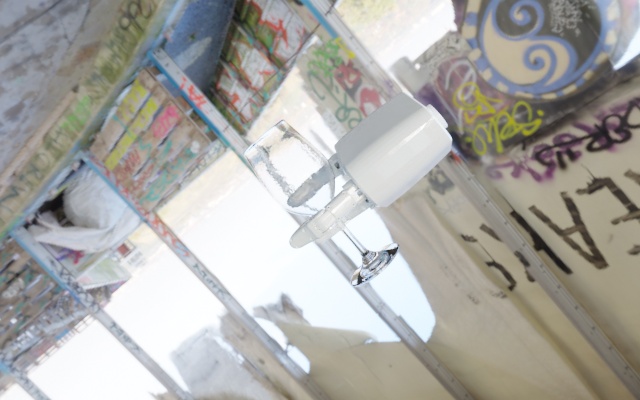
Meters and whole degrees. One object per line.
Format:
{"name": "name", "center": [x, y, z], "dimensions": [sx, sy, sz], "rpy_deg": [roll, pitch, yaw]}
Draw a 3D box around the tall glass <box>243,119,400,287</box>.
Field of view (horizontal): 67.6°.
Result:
{"name": "tall glass", "center": [0.000, 0.002, 0.554], "dimensions": [0.079, 0.201, 0.079], "rpy_deg": [-41, 7, 6]}
